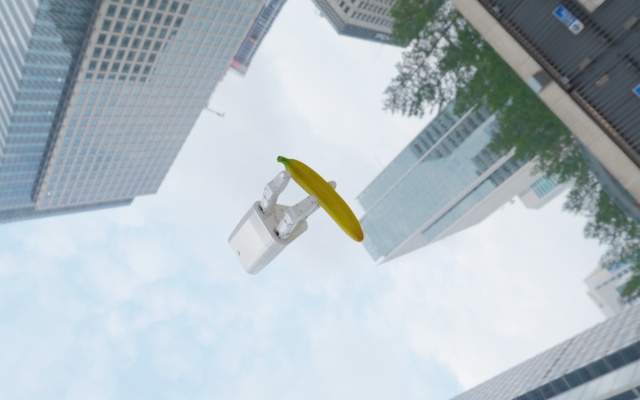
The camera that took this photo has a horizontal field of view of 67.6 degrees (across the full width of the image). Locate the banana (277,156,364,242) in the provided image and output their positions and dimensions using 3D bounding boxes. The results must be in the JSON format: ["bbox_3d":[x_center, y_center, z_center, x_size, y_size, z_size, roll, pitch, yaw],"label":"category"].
[{"bbox_3d":[0.003,-0.006,0.817,0.037,0.198,0.069,-45,3,26],"label":"banana"}]
